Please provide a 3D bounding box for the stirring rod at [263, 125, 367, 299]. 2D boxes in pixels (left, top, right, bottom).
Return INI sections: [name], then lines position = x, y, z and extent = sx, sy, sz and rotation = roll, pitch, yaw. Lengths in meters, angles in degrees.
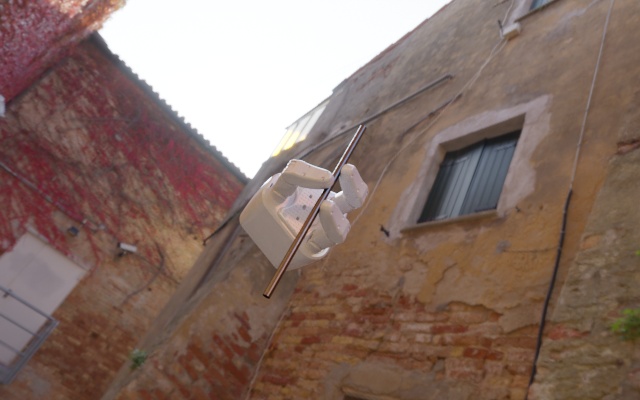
[stirring rod]
position = 0.000, 0.002, 0.516
extent = 0.011, 0.239, 0.011
rotation = 22, -31, 14
